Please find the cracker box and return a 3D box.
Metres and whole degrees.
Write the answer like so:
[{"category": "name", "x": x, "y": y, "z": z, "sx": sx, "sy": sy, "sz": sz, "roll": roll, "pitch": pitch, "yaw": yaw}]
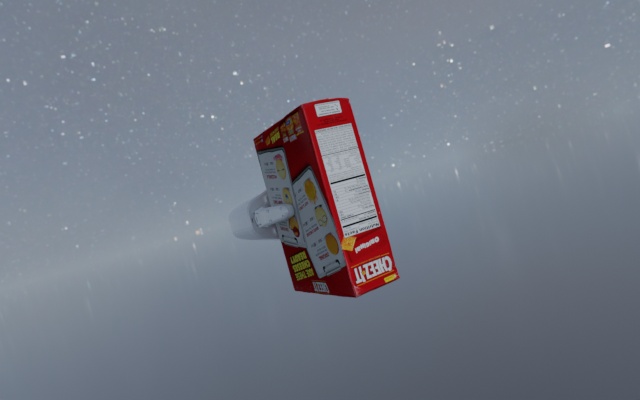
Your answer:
[{"category": "cracker box", "x": 0.000, "y": 0.002, "z": 0.582, "sx": 0.072, "sy": 0.213, "sz": 0.164, "roll": -17, "pitch": 1, "yaw": -27}]
